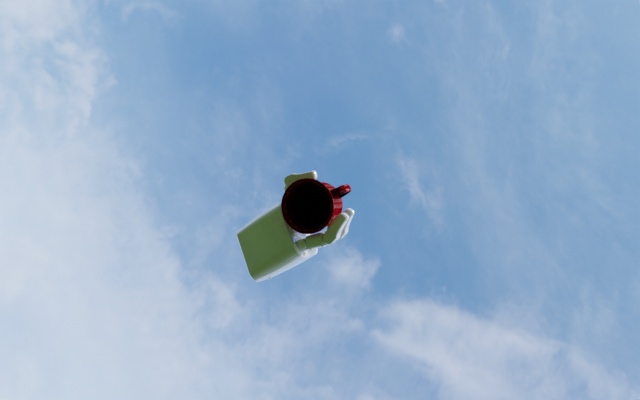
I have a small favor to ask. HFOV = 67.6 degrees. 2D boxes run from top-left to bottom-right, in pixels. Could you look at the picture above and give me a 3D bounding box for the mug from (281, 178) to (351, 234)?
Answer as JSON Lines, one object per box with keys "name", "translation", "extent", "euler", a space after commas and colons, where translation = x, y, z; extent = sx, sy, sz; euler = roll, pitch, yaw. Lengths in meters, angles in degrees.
{"name": "mug", "translation": [0.001, 0.002, 0.822], "extent": [0.117, 0.093, 0.081], "euler": [-30, -8, 17]}
